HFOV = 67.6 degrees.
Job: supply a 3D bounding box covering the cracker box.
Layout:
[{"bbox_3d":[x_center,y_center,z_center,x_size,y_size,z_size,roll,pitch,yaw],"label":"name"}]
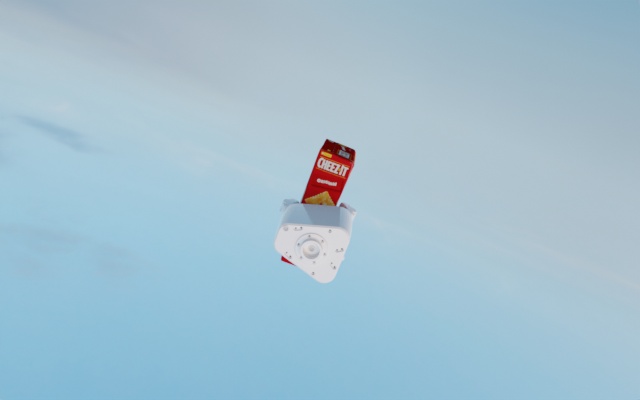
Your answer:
[{"bbox_3d":[0.000,0.003,0.894,0.072,0.214,0.164,21,14,-1],"label":"cracker box"}]
